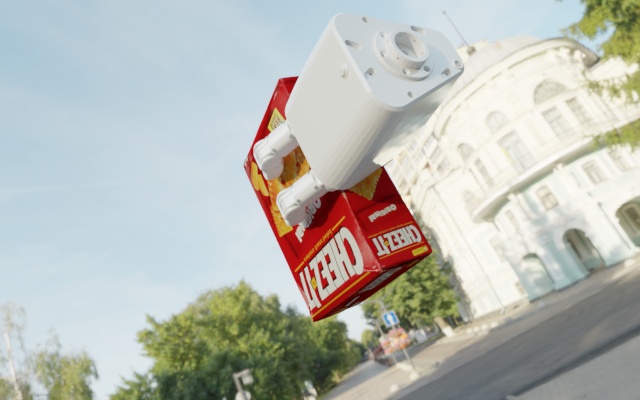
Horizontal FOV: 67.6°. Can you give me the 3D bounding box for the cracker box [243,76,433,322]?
[{"bbox_3d":[0.000,0.001,0.508,0.072,0.213,0.164,-15,-21,-30],"label":"cracker box"}]
